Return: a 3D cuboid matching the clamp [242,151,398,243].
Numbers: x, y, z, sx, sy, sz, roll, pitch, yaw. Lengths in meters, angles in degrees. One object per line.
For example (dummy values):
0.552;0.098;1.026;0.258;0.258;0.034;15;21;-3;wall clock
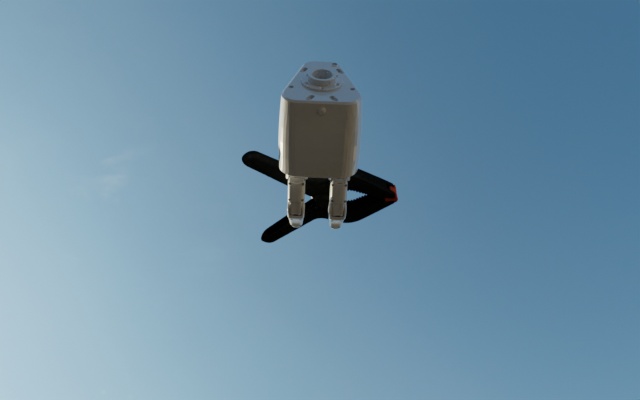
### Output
0.001;0.001;0.672;0.210;0.165;0.036;2;44;-1;clamp
